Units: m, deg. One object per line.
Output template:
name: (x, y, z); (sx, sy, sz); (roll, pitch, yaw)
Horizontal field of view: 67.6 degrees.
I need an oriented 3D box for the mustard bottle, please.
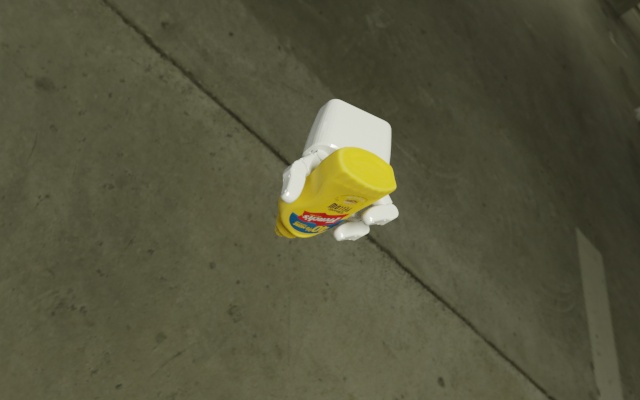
mustard bottle: (0.000, 0.002, 0.628); (0.096, 0.058, 0.192); (13, -34, -38)
